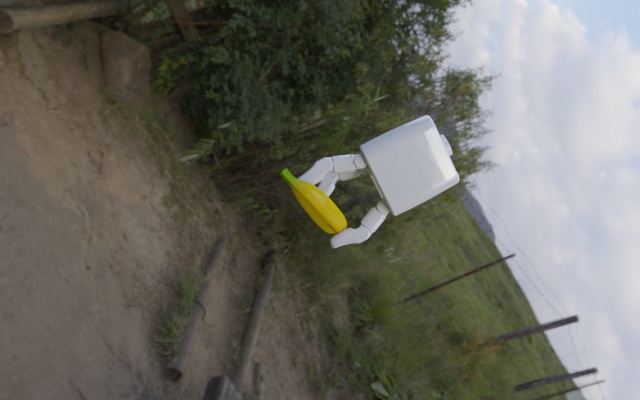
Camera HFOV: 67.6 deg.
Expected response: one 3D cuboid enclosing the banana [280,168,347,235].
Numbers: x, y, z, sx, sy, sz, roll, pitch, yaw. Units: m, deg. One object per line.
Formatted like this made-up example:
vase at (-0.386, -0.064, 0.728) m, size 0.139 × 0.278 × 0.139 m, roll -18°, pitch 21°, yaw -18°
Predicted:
banana at (0.007, 0.015, 0.690) m, size 0.037 × 0.069 × 0.198 m, roll -33°, pitch -31°, yaw 5°
